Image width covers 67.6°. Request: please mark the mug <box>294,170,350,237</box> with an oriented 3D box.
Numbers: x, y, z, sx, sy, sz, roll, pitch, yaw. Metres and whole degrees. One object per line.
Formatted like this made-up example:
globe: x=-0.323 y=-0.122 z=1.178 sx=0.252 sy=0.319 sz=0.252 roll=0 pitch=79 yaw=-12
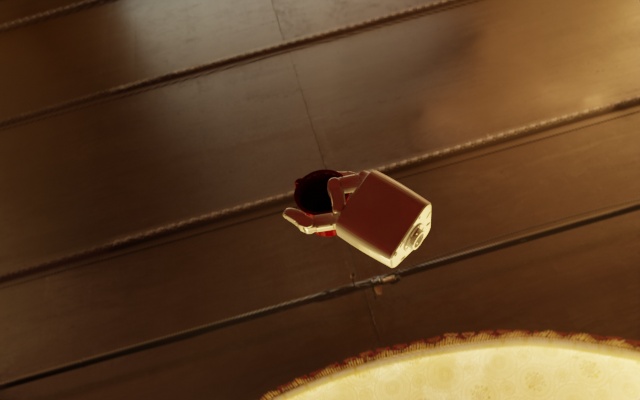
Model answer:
mug: x=-0.001 y=0.002 z=0.817 sx=0.117 sy=0.093 sz=0.082 roll=32 pitch=-23 yaw=29
